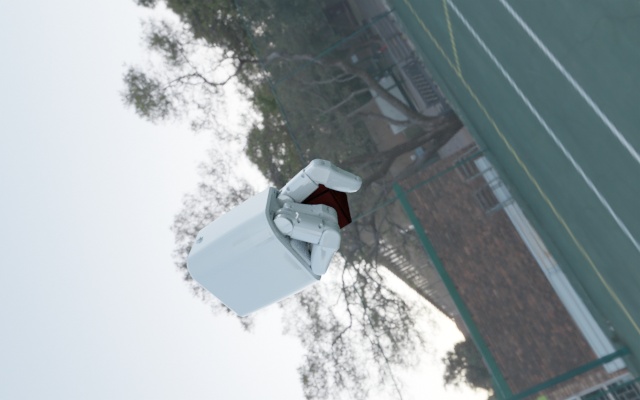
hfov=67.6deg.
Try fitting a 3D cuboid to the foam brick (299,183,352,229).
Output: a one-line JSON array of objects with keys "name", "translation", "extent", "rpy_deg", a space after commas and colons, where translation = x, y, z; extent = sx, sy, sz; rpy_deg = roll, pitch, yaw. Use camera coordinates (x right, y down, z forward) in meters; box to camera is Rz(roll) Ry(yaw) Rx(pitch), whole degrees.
[{"name": "foam brick", "translation": [0.000, 0.002, 0.569], "extent": [0.051, 0.053, 0.078], "rpy_deg": [-30, 22, 12]}]
